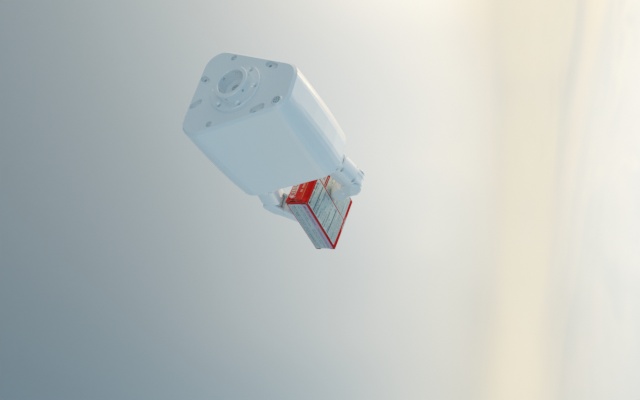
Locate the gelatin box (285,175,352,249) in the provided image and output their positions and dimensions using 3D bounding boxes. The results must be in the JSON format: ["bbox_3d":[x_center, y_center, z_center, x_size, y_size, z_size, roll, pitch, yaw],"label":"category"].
[{"bbox_3d":[0.001,0.002,0.549,0.030,0.073,0.089,-1,-40,30],"label":"gelatin box"}]
